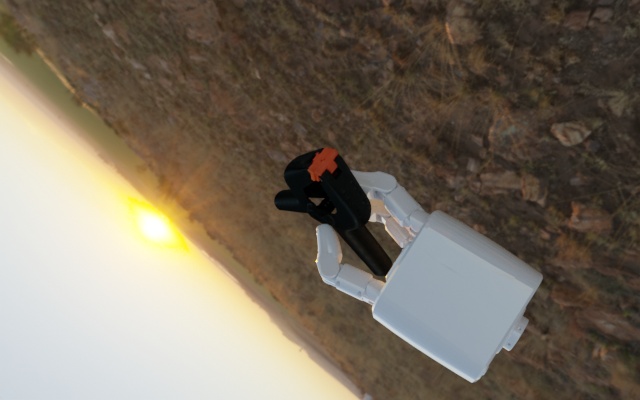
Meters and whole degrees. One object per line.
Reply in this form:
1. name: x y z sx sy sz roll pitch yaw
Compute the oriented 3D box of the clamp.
1. clamp: 0.000 0.002 0.494 0.164 0.036 0.210 30 -17 21
